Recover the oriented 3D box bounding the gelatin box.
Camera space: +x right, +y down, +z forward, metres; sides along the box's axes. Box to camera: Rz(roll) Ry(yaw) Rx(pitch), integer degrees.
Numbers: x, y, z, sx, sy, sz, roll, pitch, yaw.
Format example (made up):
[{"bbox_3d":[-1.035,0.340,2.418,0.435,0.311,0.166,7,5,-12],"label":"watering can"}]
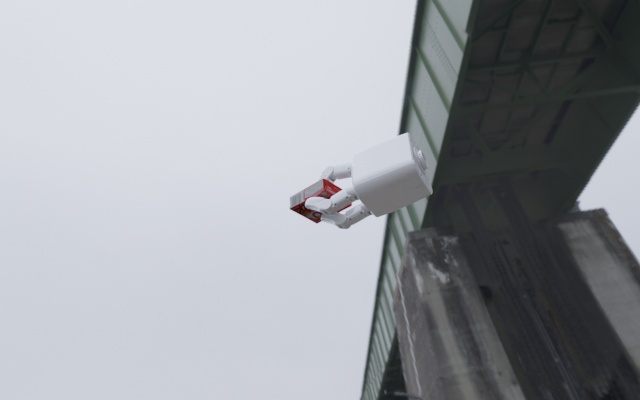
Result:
[{"bbox_3d":[0.000,0.003,0.857,0.089,0.030,0.073,-28,-41,34],"label":"gelatin box"}]
